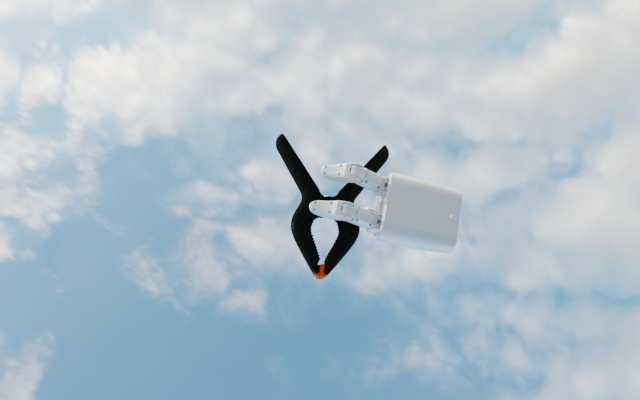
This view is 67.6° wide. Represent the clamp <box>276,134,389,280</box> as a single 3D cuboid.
[{"bbox_3d":[0.000,0.003,0.671,0.164,0.210,0.036,12,-17,1],"label":"clamp"}]
